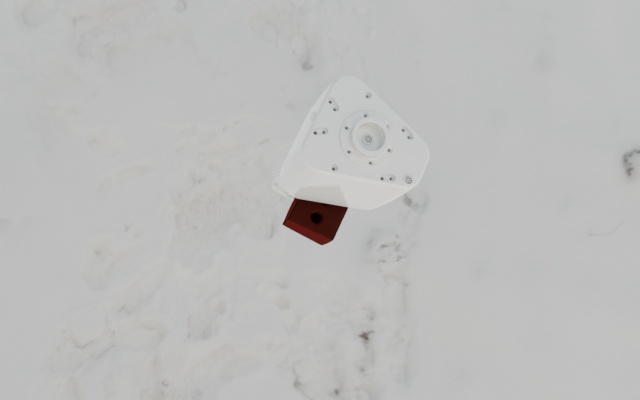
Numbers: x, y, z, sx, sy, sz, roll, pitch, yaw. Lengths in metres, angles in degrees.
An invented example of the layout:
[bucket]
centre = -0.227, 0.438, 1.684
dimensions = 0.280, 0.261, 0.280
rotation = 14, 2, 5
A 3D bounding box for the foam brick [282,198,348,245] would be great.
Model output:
[foam brick]
centre = 0.000, 0.002, 0.517
dimensions = 0.053, 0.078, 0.051
rotation = 26, -13, -8
